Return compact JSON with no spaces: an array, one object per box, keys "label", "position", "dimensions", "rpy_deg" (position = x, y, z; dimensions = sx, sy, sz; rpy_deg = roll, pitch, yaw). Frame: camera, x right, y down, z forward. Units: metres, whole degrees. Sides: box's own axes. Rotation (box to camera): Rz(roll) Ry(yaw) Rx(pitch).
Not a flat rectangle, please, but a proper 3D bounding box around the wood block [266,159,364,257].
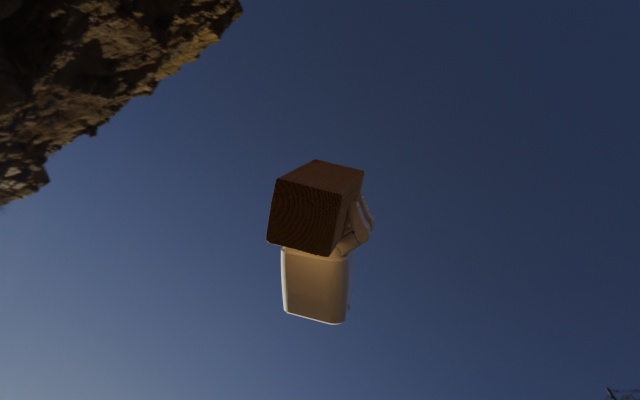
[{"label":"wood block","position":[0.000,0.003,0.709],"dimensions":[0.091,0.090,0.206],"rpy_deg":[13,14,10]}]
